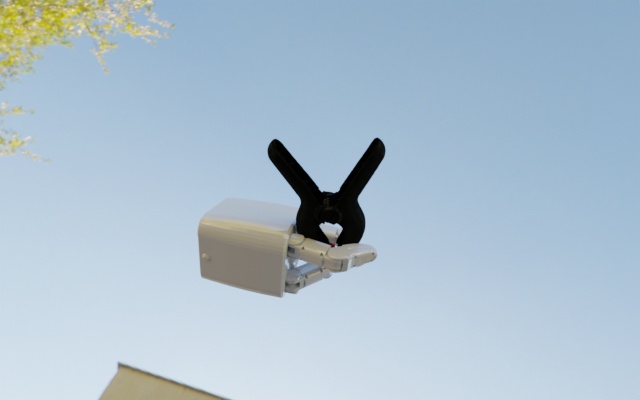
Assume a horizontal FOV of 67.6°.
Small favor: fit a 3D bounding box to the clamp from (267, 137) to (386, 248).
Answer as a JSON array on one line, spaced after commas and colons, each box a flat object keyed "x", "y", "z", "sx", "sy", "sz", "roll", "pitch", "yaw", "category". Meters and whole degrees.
[{"x": 0.000, "y": 0.002, "z": 0.528, "sx": 0.120, "sy": 0.172, "sz": 0.039, "roll": 11, "pitch": 33, "yaw": 7, "category": "clamp"}]
